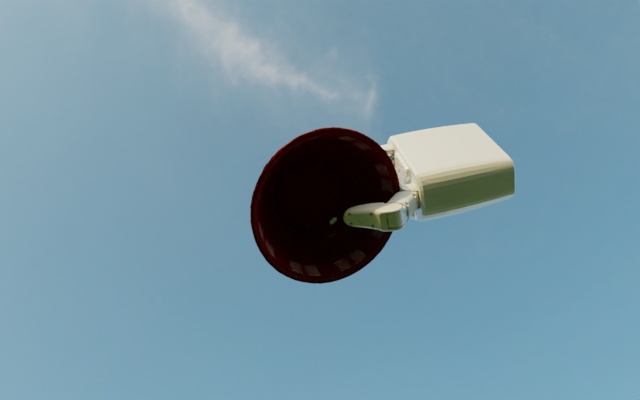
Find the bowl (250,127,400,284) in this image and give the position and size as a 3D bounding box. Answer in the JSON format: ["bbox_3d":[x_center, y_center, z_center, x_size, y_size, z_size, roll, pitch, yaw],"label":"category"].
[{"bbox_3d":[-0.001,0.002,0.495,0.162,0.162,0.055,0,16,-23],"label":"bowl"}]
